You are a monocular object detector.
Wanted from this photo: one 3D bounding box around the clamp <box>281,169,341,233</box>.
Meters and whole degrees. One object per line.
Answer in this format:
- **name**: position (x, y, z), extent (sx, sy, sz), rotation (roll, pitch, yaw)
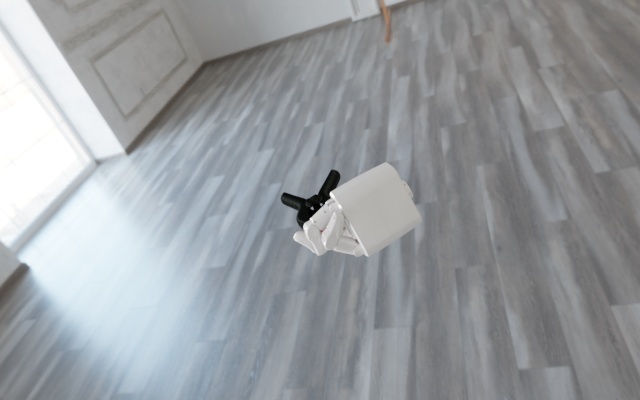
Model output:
- **clamp**: position (0.000, 0.002, 0.840), extent (0.120, 0.039, 0.171), rotation (-35, 33, 0)
